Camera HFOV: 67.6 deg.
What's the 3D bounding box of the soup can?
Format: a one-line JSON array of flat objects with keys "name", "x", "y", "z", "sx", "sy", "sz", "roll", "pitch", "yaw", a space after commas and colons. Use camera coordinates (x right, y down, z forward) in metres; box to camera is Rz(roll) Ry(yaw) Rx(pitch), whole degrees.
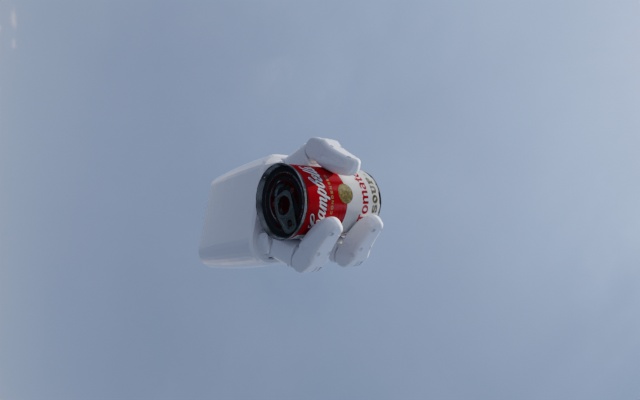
[{"name": "soup can", "x": 0.001, "y": 0.001, "z": 0.449, "sx": 0.102, "sy": 0.068, "sz": 0.068, "roll": 1, "pitch": 0, "yaw": -44}]
